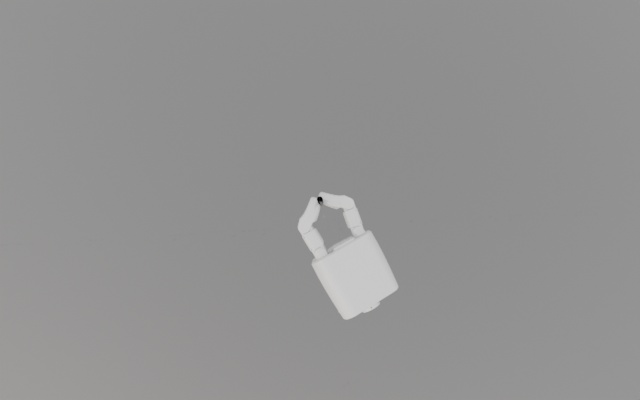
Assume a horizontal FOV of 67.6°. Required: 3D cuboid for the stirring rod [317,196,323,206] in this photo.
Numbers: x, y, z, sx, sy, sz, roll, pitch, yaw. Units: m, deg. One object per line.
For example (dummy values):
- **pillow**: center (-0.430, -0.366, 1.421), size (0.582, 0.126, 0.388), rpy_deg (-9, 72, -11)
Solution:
- **stirring rod**: center (0.000, 0.003, 0.757), size (0.011, 0.011, 0.239), rpy_deg (0, -2, 0)
